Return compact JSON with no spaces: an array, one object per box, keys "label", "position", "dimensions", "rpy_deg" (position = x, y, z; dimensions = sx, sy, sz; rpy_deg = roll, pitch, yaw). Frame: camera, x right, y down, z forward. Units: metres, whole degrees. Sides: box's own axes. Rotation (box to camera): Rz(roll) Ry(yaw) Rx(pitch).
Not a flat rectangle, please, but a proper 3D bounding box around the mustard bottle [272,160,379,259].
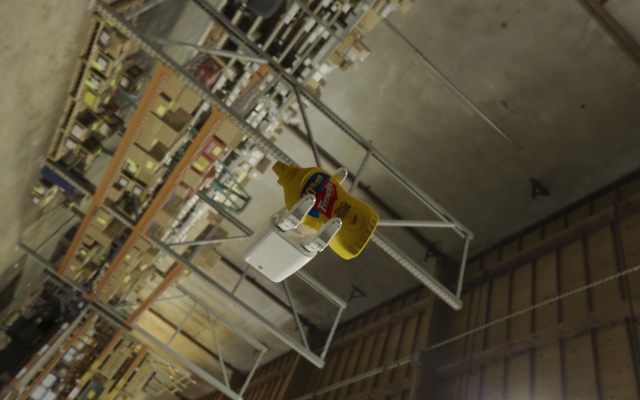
[{"label":"mustard bottle","position":[0.000,0.003,0.772],"dimensions":[0.191,0.096,0.058],"rpy_deg":[39,-27,-10]}]
